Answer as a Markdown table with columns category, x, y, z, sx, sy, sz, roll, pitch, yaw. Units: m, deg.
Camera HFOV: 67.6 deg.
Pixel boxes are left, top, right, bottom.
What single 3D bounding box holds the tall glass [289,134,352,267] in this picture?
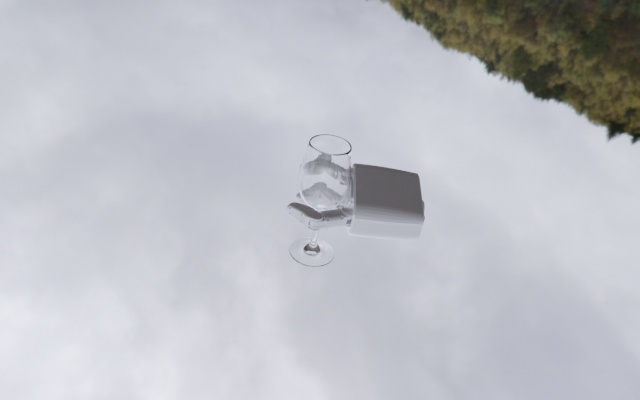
| category | x | y | z | sx | sy | sz | roll | pitch | yaw |
| --- | --- | --- | --- | --- | --- | --- | --- | --- | --- |
| tall glass | 0.000 | 0.003 | 0.728 | 0.079 | 0.201 | 0.079 | 7 | 34 | -4 |
